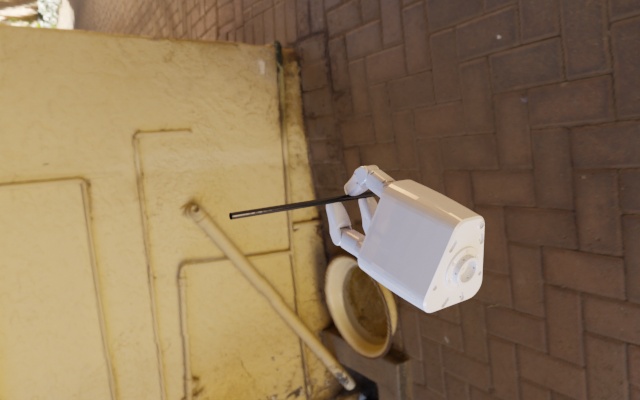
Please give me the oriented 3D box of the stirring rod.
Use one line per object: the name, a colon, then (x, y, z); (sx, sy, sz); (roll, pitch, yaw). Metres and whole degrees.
stirring rod: (0.000, 0.002, 0.590); (0.239, 0.011, 0.011); (-9, 5, -34)
